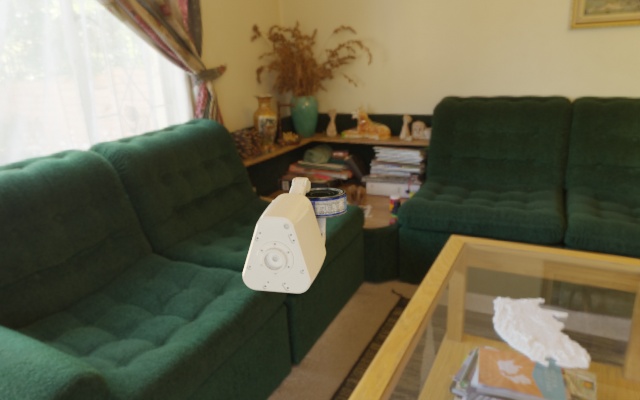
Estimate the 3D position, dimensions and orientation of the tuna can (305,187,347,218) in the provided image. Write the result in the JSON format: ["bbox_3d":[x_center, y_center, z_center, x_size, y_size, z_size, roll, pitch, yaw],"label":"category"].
[{"bbox_3d":[0.000,0.002,0.777,0.086,0.034,0.086,-2,12,0],"label":"tuna can"}]
